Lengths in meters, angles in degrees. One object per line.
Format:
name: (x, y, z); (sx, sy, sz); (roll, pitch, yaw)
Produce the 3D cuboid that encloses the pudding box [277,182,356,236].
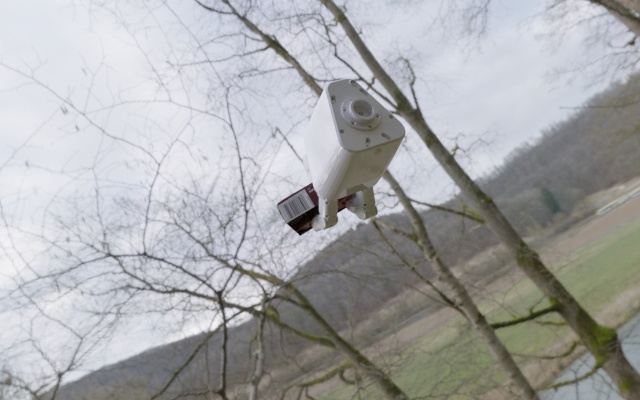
pudding box: (0.000, 0.002, 0.702); (0.113, 0.039, 0.090); (-29, -19, 1)
